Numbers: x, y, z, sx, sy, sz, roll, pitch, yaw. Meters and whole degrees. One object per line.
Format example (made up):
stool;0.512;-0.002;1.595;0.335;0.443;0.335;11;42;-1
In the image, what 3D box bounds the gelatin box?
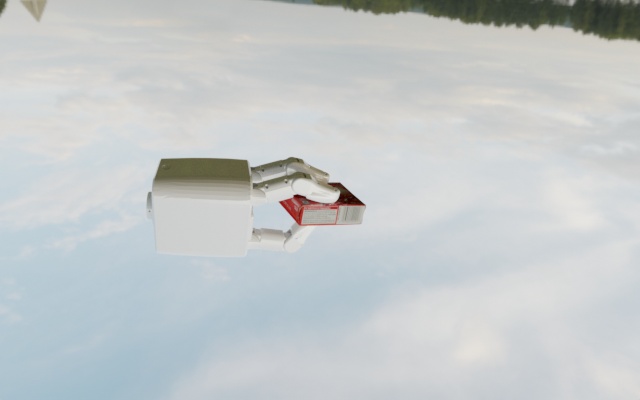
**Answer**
gelatin box;0.000;0.002;0.591;0.089;0.030;0.073;0;24;-26
